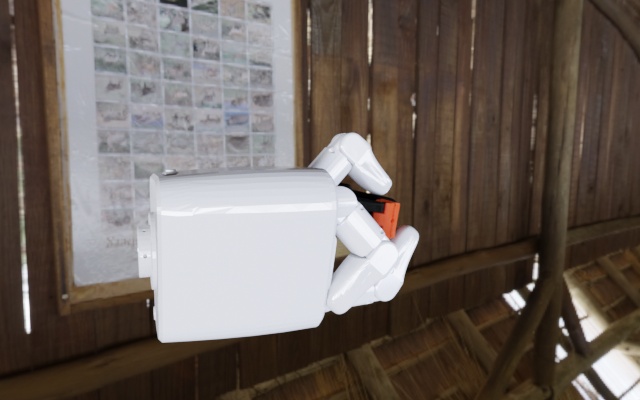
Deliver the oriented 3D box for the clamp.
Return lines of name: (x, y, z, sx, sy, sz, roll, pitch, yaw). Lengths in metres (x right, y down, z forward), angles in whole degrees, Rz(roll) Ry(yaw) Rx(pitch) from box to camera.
clamp: (0.000, 0.002, 0.418, 0.120, 0.039, 0.171, -3, 7, -22)
